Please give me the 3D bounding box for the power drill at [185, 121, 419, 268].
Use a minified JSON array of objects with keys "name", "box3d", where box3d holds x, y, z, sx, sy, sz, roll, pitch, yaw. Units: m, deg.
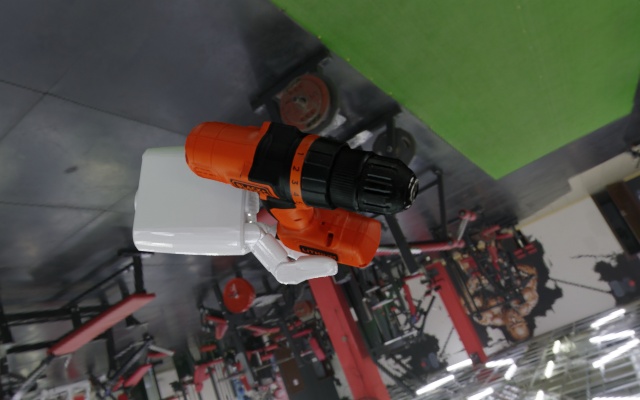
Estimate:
[{"name":"power drill","box3d":[0.000,0.002,0.412,0.184,0.057,0.188,15,-20,23]}]
